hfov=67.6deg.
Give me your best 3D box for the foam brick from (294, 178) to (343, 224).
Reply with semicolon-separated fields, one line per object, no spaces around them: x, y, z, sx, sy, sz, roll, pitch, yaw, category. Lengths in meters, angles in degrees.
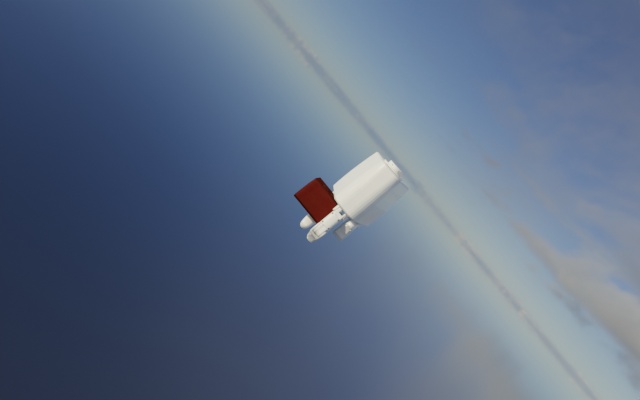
0.000;0.003;0.862;0.051;0.078;0.053;-40;-4;12;foam brick
